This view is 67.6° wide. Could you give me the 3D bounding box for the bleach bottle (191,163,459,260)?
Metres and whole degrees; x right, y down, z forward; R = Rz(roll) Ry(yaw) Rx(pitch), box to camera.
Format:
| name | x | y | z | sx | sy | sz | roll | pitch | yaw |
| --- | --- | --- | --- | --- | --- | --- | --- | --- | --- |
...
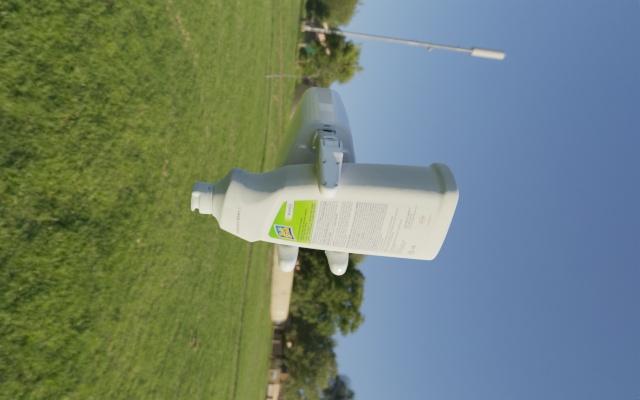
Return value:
| name | x | y | z | sx | sy | sz | roll | pitch | yaw |
| --- | --- | --- | --- | --- | --- | --- | --- | --- | --- |
| bleach bottle | 0.000 | 0.002 | 0.480 | 0.251 | 0.103 | 0.068 | 6 | 34 | -6 |
